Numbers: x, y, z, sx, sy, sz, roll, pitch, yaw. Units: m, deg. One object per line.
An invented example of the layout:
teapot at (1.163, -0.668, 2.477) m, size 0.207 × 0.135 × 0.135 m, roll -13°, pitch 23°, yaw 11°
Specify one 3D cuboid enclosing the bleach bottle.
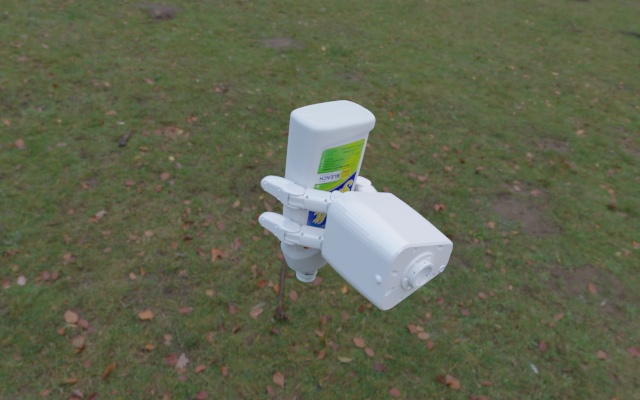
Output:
bleach bottle at (0.000, 0.002, 0.625) m, size 0.102 × 0.251 × 0.068 m, roll -17°, pitch 41°, yaw -33°
